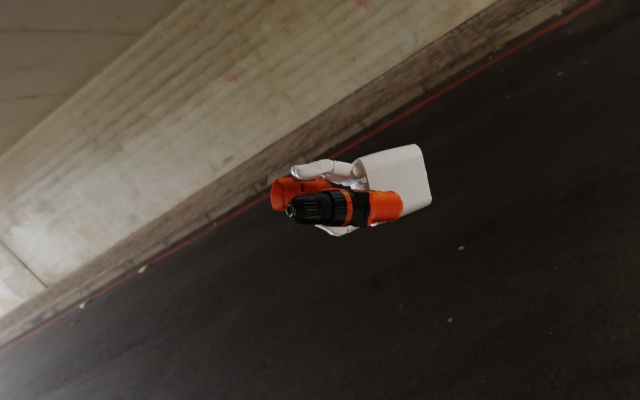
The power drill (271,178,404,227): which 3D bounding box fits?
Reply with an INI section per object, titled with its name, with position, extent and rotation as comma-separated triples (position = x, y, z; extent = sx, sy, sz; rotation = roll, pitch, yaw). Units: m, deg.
[power drill]
position = 0.000, 0.002, 0.713
extent = 0.184, 0.057, 0.187
rotation = 1, 8, -33
